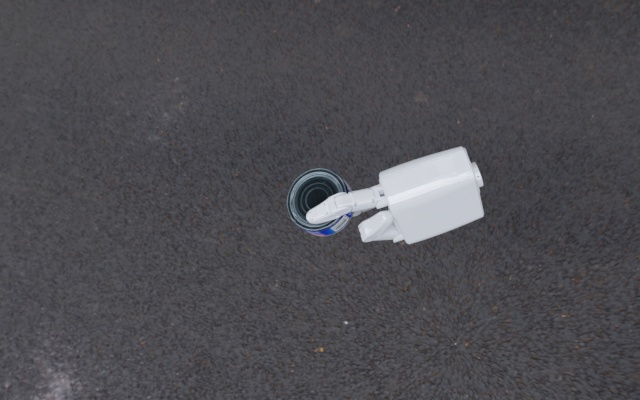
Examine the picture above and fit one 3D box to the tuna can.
[{"bbox_3d":[0.000,0.002,0.624,0.086,0.086,0.034,0,-14,21],"label":"tuna can"}]
